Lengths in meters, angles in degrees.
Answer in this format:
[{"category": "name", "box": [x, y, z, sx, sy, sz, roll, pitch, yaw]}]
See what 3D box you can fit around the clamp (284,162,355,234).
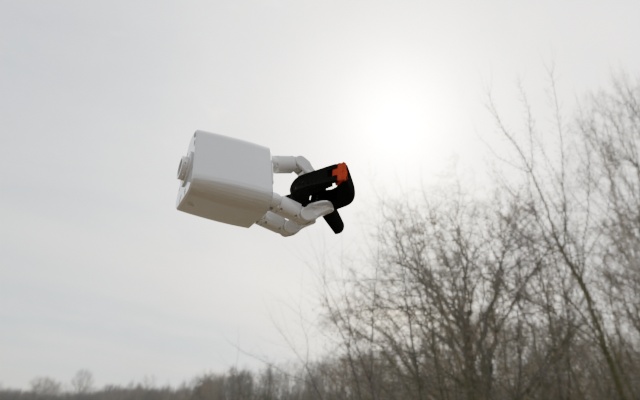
[{"category": "clamp", "box": [0.000, 0.001, 0.716, 0.164, 0.036, 0.210, 13, -26, -25]}]
